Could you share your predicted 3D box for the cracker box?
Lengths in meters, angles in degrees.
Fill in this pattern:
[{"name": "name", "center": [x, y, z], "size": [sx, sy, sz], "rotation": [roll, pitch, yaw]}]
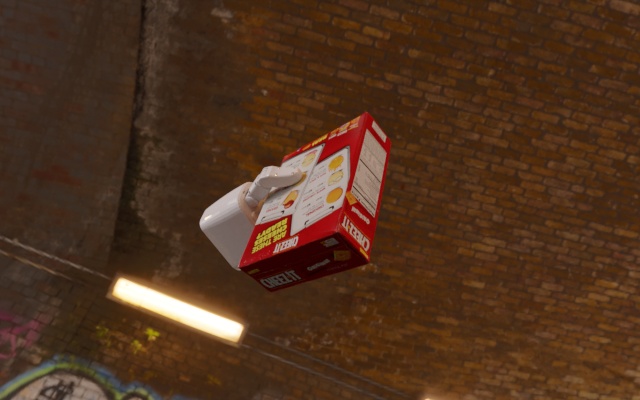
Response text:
[{"name": "cracker box", "center": [0.000, 0.002, 0.628], "size": [0.164, 0.213, 0.072], "rotation": [-23, -55, 36]}]
